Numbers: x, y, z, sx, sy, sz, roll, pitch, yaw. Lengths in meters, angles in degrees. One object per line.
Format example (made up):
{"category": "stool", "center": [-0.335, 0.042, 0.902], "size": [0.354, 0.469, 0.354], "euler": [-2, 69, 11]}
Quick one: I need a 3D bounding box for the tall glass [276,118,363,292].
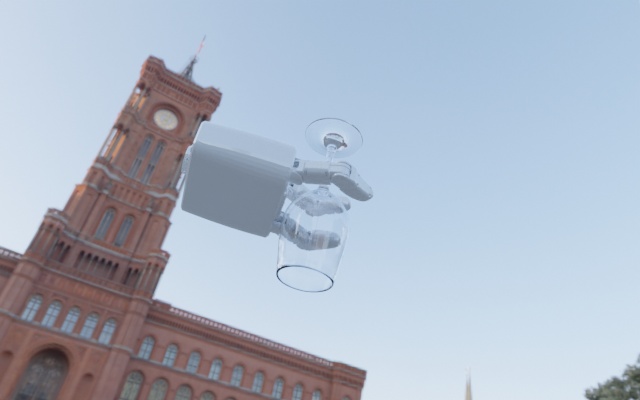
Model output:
{"category": "tall glass", "center": [0.000, 0.001, 0.553], "size": [0.079, 0.201, 0.079], "euler": [8, -34, 5]}
